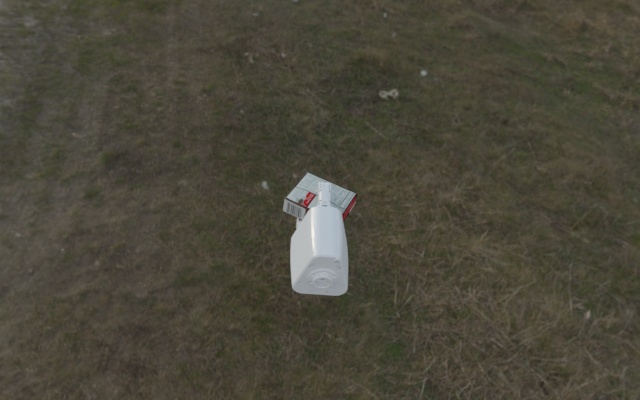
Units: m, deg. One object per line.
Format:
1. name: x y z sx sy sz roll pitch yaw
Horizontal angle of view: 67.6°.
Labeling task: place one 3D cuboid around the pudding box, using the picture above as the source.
1. pudding box: 0.000 0.003 0.891 0.113 0.039 0.090 25 46 13
